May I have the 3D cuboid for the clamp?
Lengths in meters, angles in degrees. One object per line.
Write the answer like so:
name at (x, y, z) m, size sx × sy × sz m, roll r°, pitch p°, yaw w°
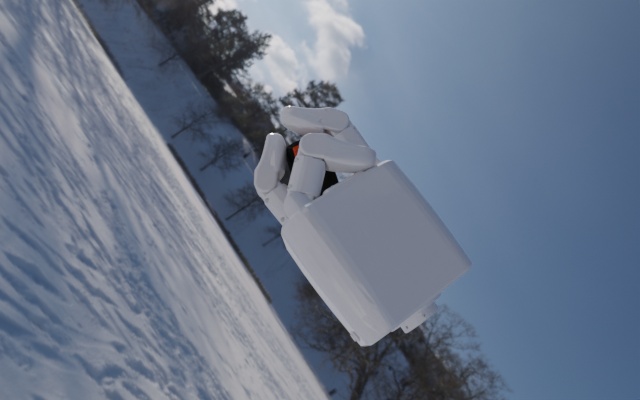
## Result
clamp at (0.001, 0.001, 0.467) m, size 0.039 × 0.120 × 0.171 m, roll -35°, pitch -15°, yaw -10°
